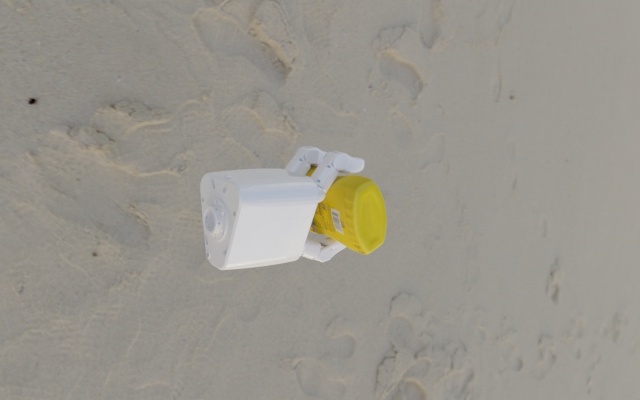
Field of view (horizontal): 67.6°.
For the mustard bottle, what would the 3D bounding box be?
[{"bbox_3d":[0.001,0.002,0.645,0.058,0.096,0.191,-32,31,-31],"label":"mustard bottle"}]
